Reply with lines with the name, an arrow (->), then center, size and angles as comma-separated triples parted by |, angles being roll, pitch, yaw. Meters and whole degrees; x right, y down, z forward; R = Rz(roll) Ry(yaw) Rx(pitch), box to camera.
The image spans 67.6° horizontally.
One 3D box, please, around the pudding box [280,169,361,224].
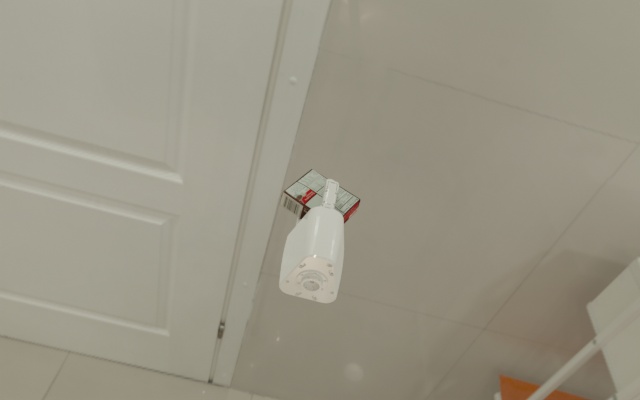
pudding box -> 0.000, 0.003, 0.838 | 0.113, 0.039, 0.090 | 34, 45, 16
